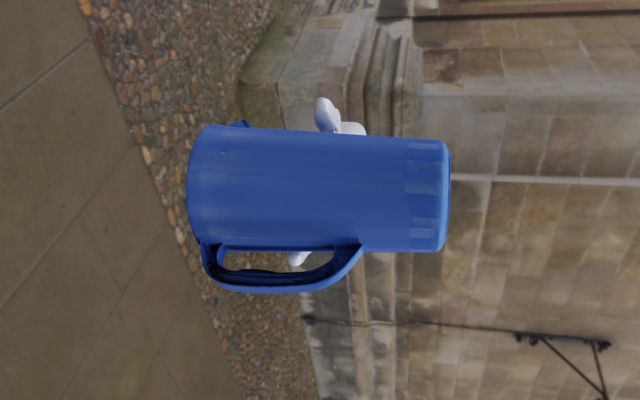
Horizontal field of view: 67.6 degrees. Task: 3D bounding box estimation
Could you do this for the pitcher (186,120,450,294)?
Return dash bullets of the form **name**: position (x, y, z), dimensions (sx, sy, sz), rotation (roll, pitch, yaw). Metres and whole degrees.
- **pitcher**: position (0.000, 0.001, 0.474), dimensions (0.243, 0.149, 0.145), rotation (2, 17, 11)
